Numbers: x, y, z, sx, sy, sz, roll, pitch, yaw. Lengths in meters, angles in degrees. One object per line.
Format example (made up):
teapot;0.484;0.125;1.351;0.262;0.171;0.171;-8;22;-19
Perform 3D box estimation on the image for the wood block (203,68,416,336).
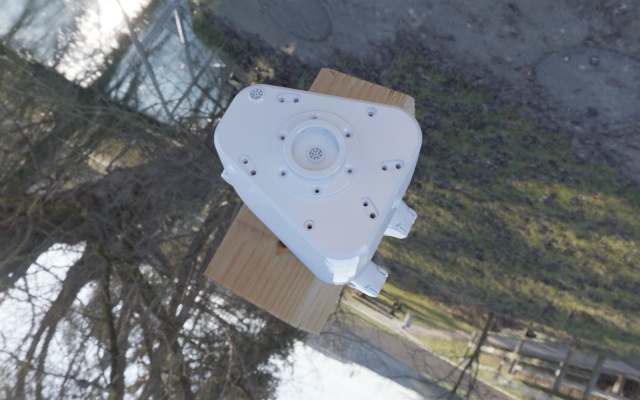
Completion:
wood block;0.000;0.001;0.423;0.091;0.206;0.090;24;-13;20
